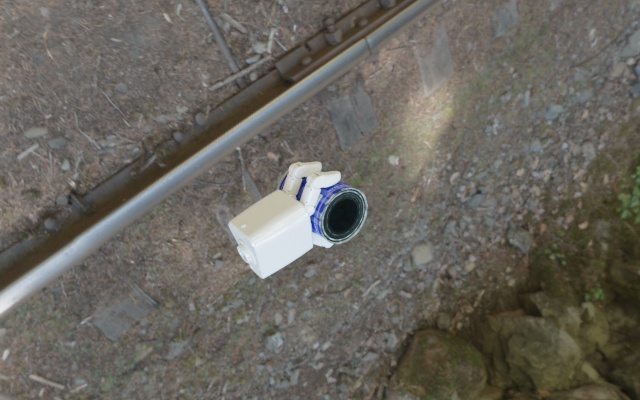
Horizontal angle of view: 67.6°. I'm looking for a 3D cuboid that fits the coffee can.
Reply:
[{"bbox_3d":[0.000,0.003,0.854,0.103,0.103,0.140,0,20,-39],"label":"coffee can"}]
